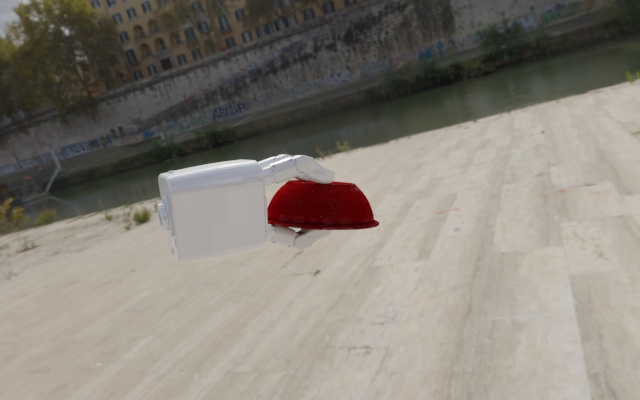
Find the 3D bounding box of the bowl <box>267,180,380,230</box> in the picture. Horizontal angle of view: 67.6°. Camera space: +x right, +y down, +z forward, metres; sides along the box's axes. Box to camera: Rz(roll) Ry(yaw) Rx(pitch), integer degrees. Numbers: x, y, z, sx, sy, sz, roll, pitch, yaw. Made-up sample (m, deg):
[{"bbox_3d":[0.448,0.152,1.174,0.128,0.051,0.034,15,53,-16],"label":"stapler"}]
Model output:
[{"bbox_3d":[0.001,0.002,0.646,0.162,0.055,0.162,3,4,0],"label":"bowl"}]
